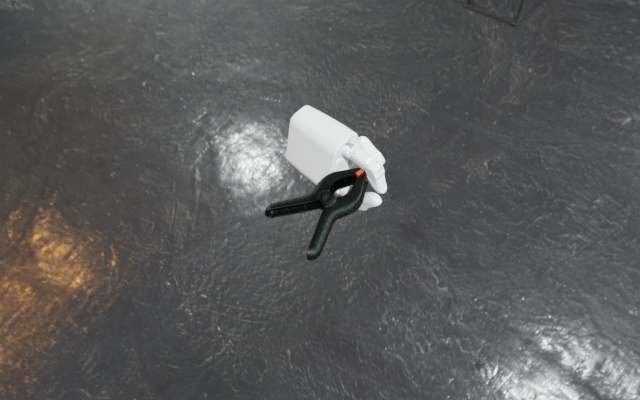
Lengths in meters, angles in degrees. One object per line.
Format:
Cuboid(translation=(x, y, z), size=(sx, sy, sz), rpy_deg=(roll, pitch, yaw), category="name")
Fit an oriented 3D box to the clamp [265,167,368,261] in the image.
Cuboid(translation=(0.000, 0.002, 0.740), size=(0.120, 0.171, 0.039), rpy_deg=(36, -24, 23), category="clamp")
